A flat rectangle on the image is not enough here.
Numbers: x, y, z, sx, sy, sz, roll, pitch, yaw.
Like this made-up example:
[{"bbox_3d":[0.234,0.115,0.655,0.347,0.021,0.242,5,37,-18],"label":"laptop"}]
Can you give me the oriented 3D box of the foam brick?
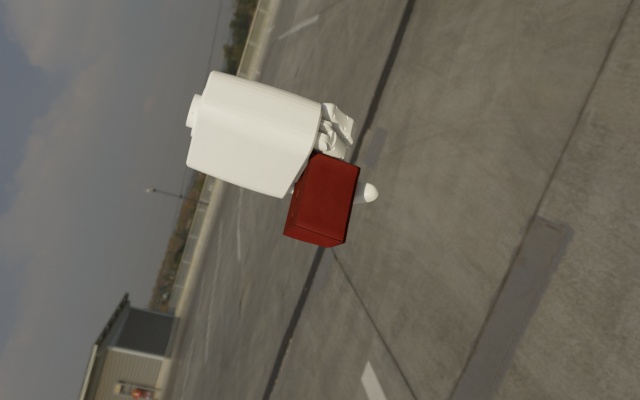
[{"bbox_3d":[0.000,0.002,0.468,0.051,0.078,0.053,17,-18,-14],"label":"foam brick"}]
